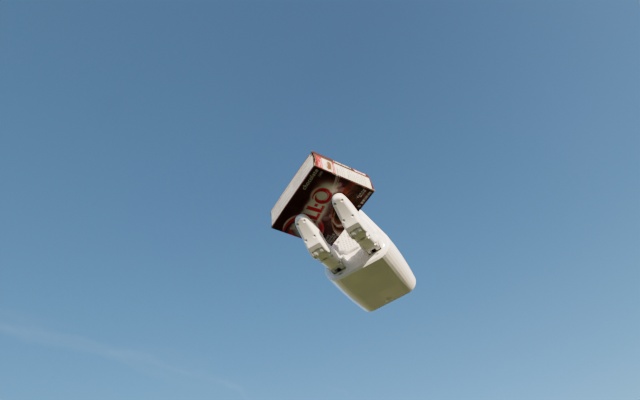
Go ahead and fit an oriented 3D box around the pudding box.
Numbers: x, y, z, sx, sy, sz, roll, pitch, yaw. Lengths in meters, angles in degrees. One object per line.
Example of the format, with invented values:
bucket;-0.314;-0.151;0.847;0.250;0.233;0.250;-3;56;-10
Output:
pudding box;0.000;0.002;0.613;0.090;0.113;0.039;21;31;-25
